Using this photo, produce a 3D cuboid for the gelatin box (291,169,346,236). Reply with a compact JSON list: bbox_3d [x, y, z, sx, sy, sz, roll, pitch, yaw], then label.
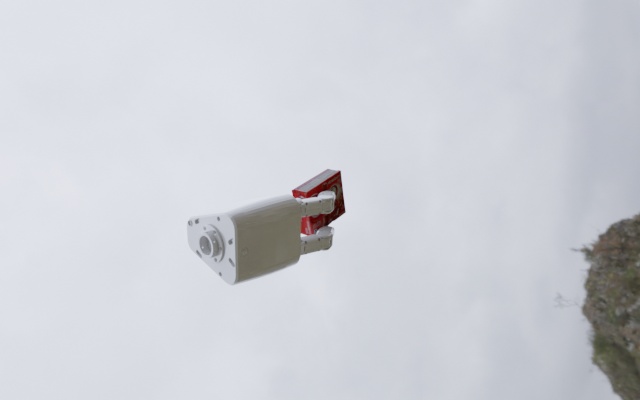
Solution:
[{"bbox_3d":[0.000,0.002,0.719,0.030,0.073,0.089,12,32,36],"label":"gelatin box"}]
